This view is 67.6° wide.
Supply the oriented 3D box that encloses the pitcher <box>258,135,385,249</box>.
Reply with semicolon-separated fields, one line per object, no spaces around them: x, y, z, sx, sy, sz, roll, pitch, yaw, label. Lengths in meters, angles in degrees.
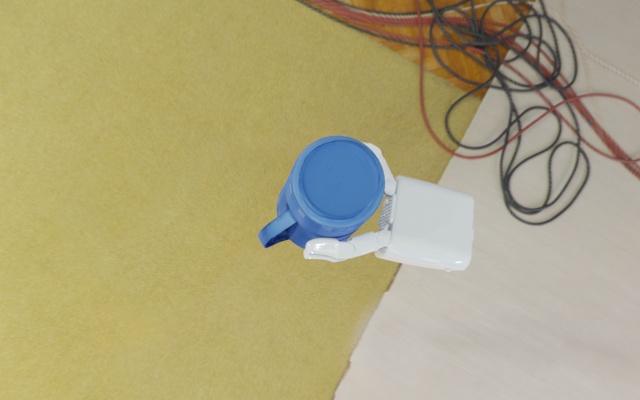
0.000;0.002;0.646;0.145;0.149;0.243;15;-10;-3;pitcher
